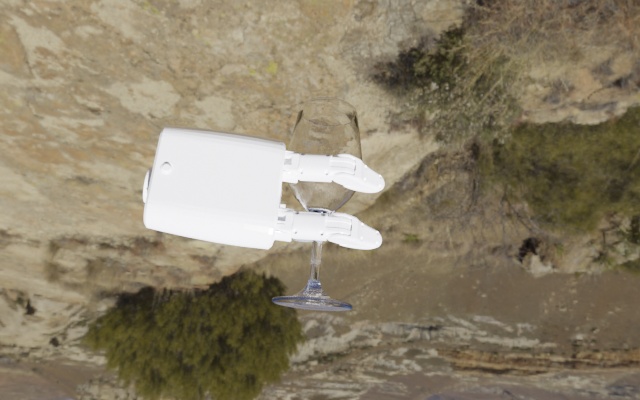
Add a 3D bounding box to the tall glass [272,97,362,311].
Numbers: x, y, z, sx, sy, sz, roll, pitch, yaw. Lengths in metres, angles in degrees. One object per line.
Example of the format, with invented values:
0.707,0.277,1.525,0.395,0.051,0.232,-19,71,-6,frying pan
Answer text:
0.000,0.002,0.468,0.079,0.201,0.079,5,-19,2,tall glass
